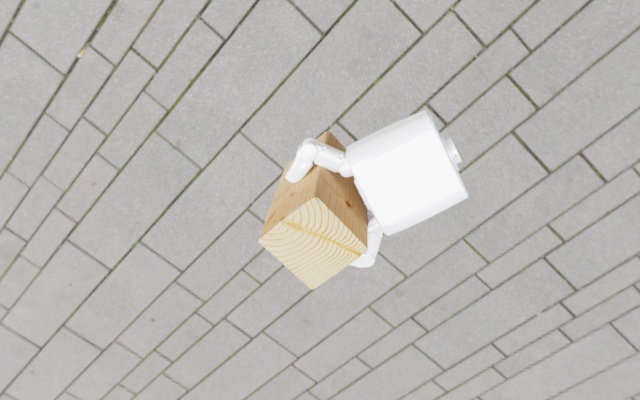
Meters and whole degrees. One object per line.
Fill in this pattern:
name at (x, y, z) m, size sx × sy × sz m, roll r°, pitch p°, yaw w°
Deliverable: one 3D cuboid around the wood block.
wood block at (0.000, 0.002, 0.614) m, size 0.090 × 0.091 × 0.206 m, roll -38°, pitch 18°, yaw 21°
